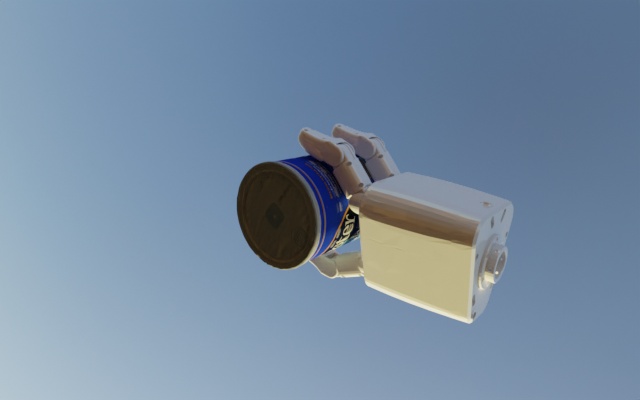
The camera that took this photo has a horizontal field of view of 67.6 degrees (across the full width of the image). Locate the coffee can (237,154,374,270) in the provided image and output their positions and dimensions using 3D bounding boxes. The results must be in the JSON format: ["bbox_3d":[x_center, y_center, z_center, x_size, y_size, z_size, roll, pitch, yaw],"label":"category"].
[{"bbox_3d":[0.000,0.002,0.493,0.103,0.103,0.140,0,11,39],"label":"coffee can"}]
